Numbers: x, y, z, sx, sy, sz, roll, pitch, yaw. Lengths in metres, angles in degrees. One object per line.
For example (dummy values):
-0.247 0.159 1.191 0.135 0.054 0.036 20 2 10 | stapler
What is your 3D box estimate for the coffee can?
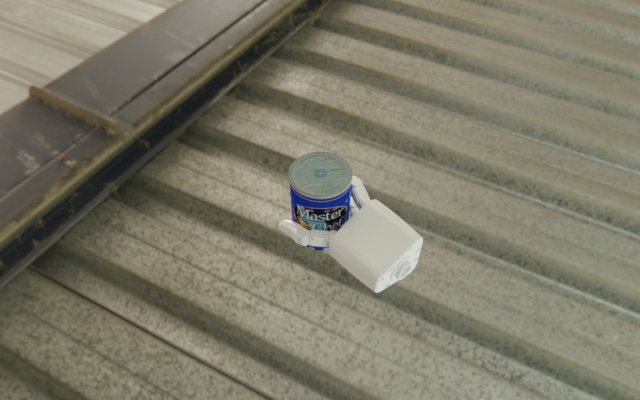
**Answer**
0.000 0.002 0.810 0.103 0.102 0.140 0 -42 0 | coffee can
